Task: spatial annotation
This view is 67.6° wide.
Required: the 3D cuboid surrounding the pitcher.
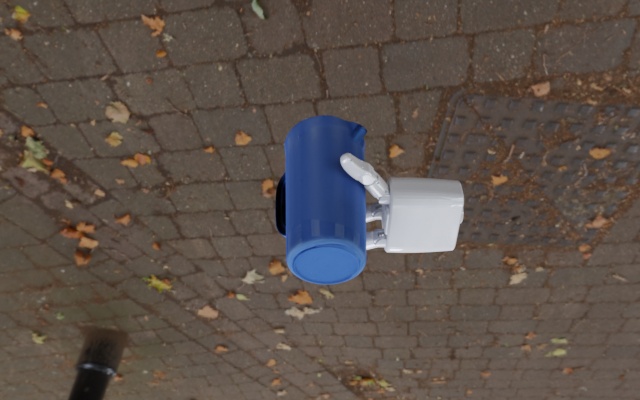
[{"bbox_3d":[0.000,0.002,0.717,0.145,0.242,0.149,2,-42,-2],"label":"pitcher"}]
